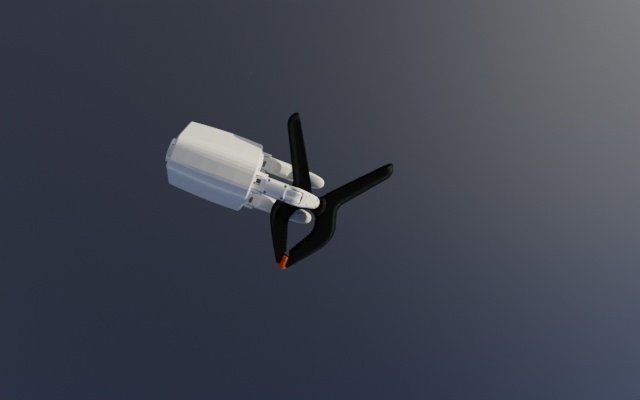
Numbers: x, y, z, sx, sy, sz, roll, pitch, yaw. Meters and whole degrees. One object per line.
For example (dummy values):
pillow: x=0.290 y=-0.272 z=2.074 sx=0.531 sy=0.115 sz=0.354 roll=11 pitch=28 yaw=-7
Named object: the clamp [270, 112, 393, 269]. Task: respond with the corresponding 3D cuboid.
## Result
clamp: x=0.000 y=0.003 z=0.671 sx=0.164 sy=0.210 sz=0.036 roll=20 pitch=1 yaw=-8
